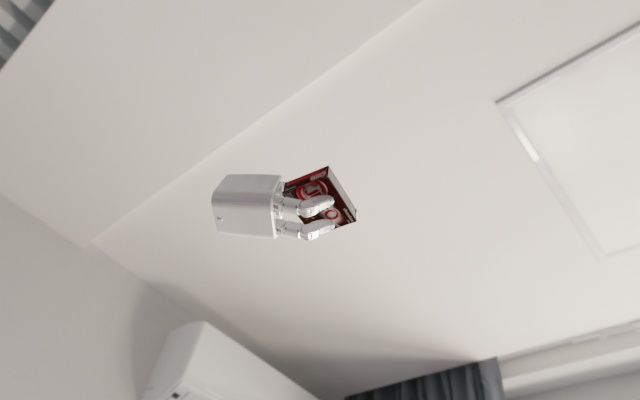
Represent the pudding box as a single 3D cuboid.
[{"bbox_3d":[0.000,0.003,0.837,0.090,0.113,0.039,-20,36,22],"label":"pudding box"}]
